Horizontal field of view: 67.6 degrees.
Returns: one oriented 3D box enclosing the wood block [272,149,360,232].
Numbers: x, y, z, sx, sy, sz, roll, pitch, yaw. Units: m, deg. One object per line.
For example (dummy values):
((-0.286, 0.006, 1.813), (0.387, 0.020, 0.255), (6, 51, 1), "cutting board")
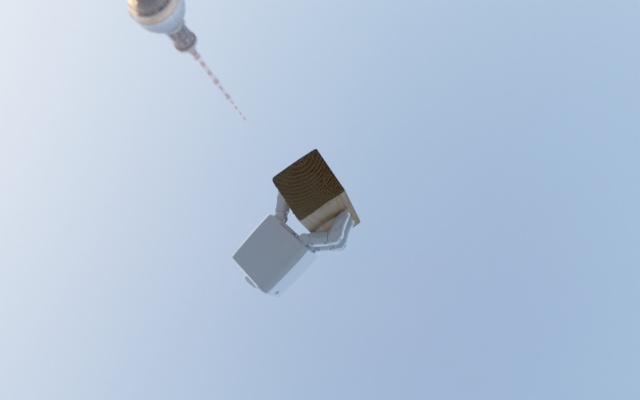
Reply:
((0.000, 0.003, 0.845), (0.090, 0.090, 0.206), (-34, -20, 0), "wood block")
